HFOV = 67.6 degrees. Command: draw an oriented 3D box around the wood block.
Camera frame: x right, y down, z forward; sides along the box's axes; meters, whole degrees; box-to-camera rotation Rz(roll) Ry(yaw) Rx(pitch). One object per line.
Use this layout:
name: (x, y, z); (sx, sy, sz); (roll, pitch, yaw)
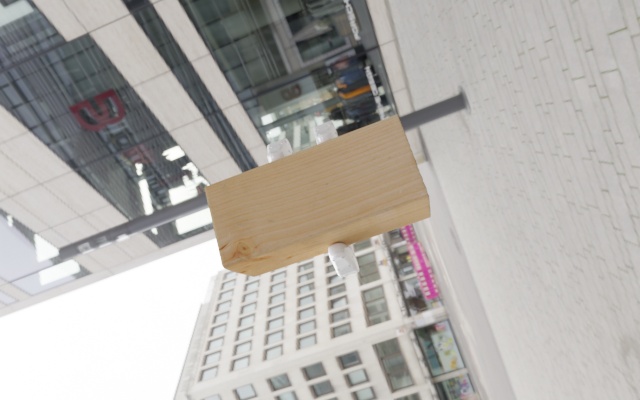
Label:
wood block: (0.000, 0.002, 0.496); (0.206, 0.090, 0.090); (-20, -19, 8)
